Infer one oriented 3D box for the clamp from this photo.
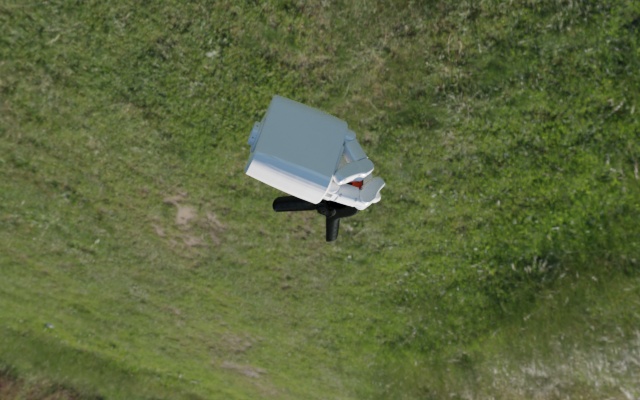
[{"bbox_3d":[0.000,0.003,0.719,0.120,0.039,0.171,21,-36,-13],"label":"clamp"}]
